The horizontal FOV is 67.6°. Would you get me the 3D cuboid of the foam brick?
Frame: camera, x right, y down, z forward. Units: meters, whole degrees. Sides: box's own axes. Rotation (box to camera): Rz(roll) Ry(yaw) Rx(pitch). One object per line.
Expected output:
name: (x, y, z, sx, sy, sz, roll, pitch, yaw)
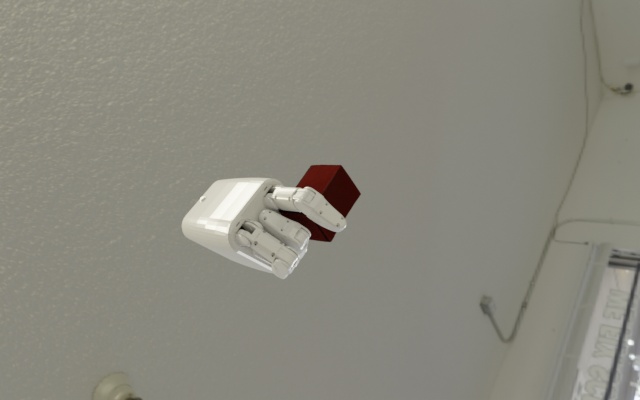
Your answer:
foam brick: (0.000, 0.002, 0.563, 0.051, 0.078, 0.053, 4, -41, 44)
